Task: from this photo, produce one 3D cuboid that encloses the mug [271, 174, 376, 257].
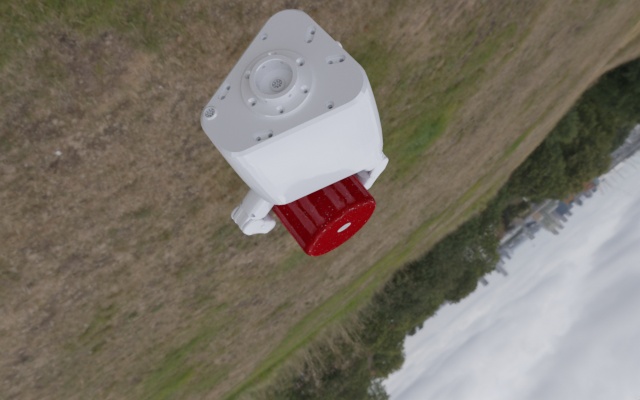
[{"bbox_3d":[0.000,0.002,0.464,0.093,0.081,0.117,-39,-20,0],"label":"mug"}]
